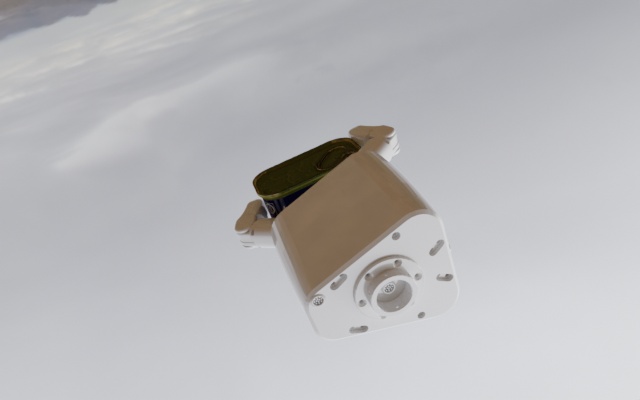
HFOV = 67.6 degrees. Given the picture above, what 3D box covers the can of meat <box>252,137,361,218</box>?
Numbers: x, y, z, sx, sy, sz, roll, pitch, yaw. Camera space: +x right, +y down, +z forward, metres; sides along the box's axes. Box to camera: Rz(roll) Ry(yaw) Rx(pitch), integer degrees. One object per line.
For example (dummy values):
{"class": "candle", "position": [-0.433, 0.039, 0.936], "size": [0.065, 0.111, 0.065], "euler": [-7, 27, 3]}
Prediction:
{"class": "can of meat", "position": [0.000, 0.002, 0.450], "size": [0.102, 0.084, 0.057], "euler": [-25, 29, -7]}
